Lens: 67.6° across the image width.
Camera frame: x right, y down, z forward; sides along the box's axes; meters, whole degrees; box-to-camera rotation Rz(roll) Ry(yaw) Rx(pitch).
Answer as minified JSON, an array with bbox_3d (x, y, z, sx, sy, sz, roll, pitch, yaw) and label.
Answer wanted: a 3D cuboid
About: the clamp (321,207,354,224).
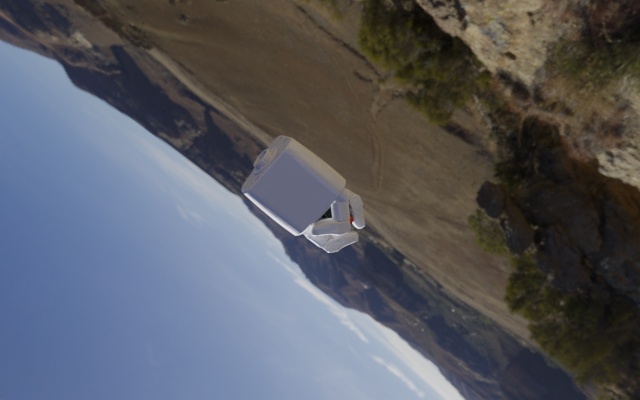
[{"bbox_3d":[0.000,0.003,0.799,0.120,0.039,0.171,39,-3,-21],"label":"clamp"}]
